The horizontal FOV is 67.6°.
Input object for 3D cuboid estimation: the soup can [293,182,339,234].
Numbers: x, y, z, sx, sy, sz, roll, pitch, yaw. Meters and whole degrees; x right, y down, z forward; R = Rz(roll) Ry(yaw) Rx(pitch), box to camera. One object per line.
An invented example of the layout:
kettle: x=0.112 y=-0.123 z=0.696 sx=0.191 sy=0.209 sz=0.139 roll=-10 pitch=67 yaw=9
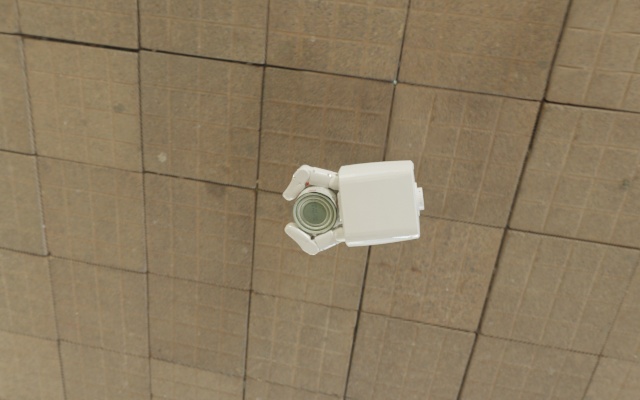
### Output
soup can: x=0.000 y=0.002 z=0.731 sx=0.068 sy=0.068 sz=0.102 roll=0 pitch=20 yaw=11
